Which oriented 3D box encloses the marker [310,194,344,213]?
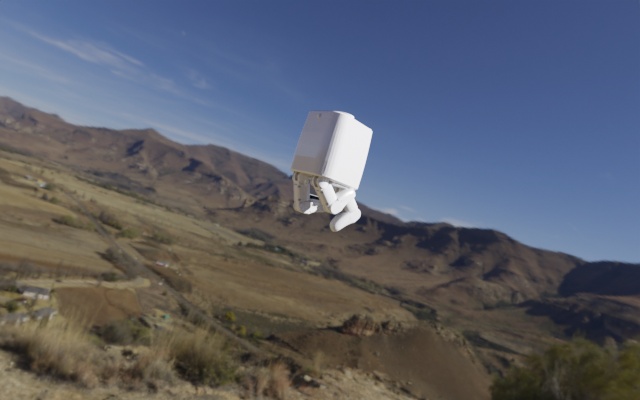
[{"bbox_3d":[0.000,0.003,0.852,0.020,0.020,0.121,0,10,-37],"label":"marker"}]
